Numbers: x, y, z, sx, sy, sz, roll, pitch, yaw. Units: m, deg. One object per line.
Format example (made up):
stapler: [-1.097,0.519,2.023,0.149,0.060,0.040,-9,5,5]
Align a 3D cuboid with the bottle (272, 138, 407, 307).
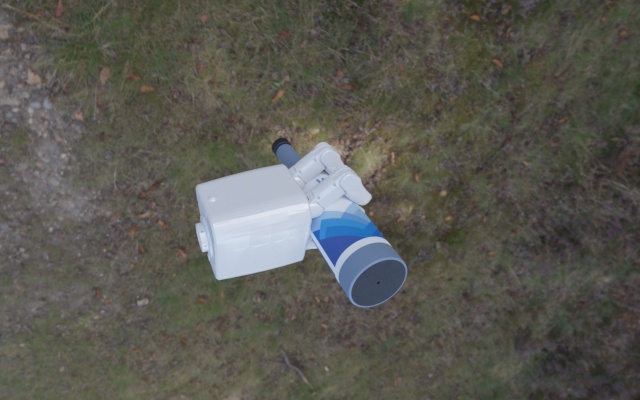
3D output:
bottle: [0.000,0.002,0.584,0.069,0.069,0.295,0,33,-28]
